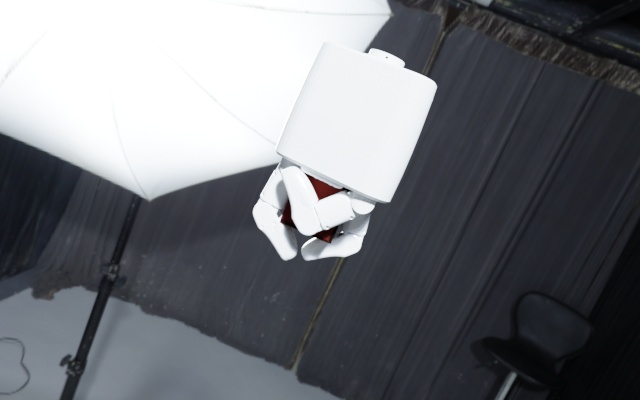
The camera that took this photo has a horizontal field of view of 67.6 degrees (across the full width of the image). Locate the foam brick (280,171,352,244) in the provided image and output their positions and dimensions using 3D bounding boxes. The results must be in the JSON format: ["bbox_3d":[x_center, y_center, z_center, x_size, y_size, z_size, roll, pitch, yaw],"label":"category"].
[{"bbox_3d":[0.000,0.002,0.461,0.053,0.051,0.078,23,9,2],"label":"foam brick"}]
